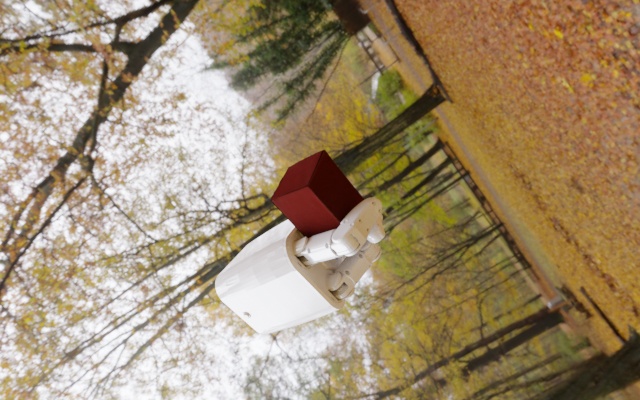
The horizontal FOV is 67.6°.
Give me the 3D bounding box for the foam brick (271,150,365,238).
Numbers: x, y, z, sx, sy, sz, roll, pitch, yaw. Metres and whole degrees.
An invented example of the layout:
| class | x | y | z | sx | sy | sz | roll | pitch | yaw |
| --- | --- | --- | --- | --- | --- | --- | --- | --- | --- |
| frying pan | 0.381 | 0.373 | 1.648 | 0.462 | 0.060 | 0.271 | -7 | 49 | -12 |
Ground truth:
| class | x | y | z | sx | sy | sz | roll | pitch | yaw |
| --- | --- | --- | --- | --- | --- | --- | --- | --- | --- |
| foam brick | 0.000 | 0.001 | 0.466 | 0.051 | 0.078 | 0.053 | -18 | 33 | 38 |
